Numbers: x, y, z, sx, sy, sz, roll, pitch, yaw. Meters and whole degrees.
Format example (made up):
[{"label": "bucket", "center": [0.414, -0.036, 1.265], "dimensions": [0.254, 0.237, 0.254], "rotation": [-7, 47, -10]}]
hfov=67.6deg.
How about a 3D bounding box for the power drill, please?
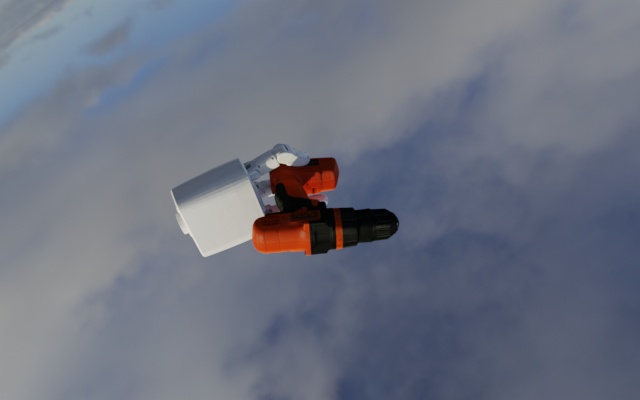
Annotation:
[{"label": "power drill", "center": [0.000, 0.002, 0.656], "dimensions": [0.184, 0.057, 0.187], "rotation": [-4, 28, -5]}]
